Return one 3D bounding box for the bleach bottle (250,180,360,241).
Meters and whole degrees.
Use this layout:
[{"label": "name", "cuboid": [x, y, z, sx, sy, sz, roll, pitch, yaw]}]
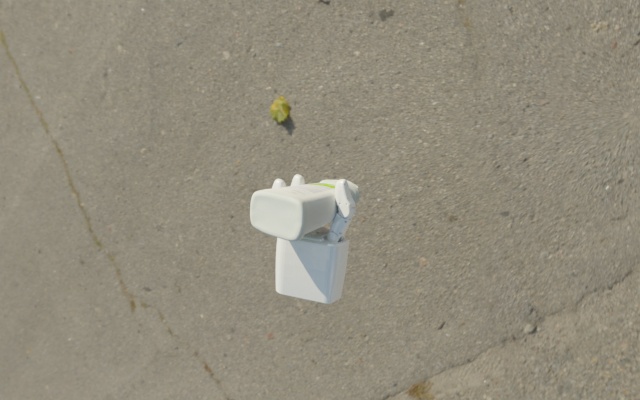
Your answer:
[{"label": "bleach bottle", "cuboid": [0.000, 0.003, 0.792, 0.102, 0.068, 0.251, 14, 16, 31]}]
